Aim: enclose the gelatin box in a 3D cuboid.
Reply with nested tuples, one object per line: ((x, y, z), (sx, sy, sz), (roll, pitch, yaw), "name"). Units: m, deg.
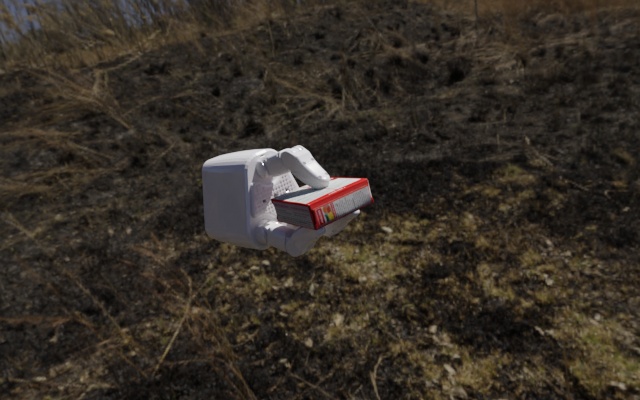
((0.000, 0.001, 0.502), (0.073, 0.030, 0.089), (-24, 14, -27), "gelatin box")
